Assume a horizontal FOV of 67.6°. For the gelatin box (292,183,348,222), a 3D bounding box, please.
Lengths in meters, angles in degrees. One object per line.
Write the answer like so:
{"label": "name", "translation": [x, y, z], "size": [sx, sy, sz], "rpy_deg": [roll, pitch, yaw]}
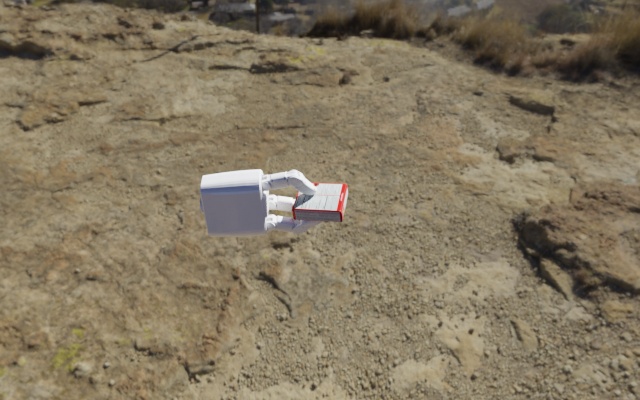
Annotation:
{"label": "gelatin box", "translation": [0.000, 0.002, 0.849], "size": [0.089, 0.030, 0.073], "rpy_deg": [2, 42, 12]}
